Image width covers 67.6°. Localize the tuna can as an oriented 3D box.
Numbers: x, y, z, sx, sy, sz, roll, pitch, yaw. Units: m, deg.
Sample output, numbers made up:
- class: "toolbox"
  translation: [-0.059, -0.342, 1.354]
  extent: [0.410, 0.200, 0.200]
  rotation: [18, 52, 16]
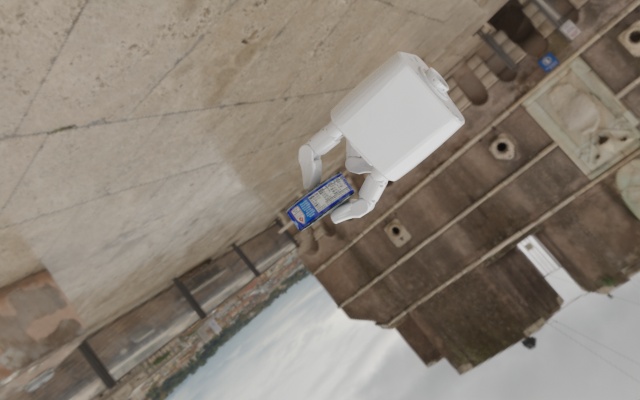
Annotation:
- class: "tuna can"
  translation: [0.000, 0.002, 0.596]
  extent: [0.086, 0.034, 0.086]
  rotation: [-35, -3, -2]
